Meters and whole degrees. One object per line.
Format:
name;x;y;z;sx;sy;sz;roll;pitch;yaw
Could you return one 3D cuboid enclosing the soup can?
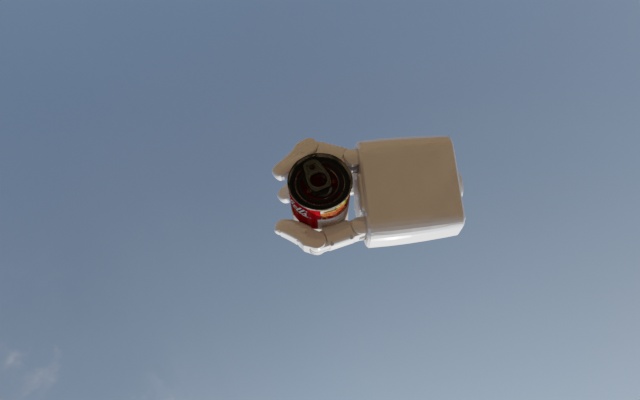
soup can;0.000;0.002;0.537;0.068;0.068;0.102;0;-26;1
